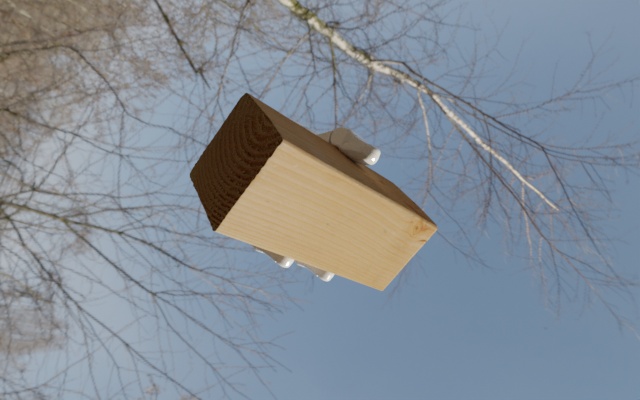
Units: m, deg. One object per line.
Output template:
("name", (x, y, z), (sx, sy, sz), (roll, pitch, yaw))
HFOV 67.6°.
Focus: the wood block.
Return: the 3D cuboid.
("wood block", (0.000, 0.001, 0.439), (0.206, 0.091, 0.090), (26, 18, -40))
